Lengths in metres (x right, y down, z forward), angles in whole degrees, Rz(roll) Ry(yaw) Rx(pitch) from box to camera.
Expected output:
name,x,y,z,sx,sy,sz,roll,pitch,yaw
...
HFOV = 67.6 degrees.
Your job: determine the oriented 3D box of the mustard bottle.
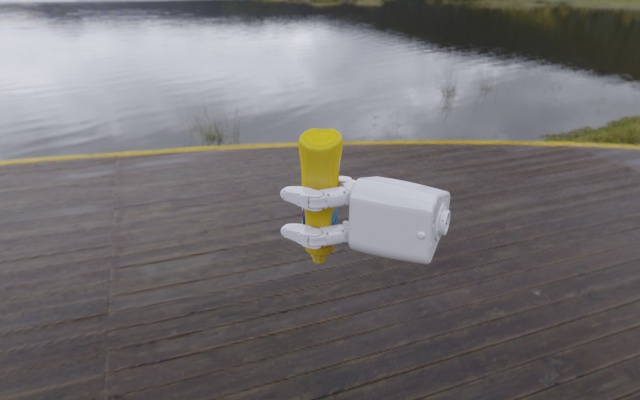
name,x,y,z,sx,sy,sz,roll,pitch,yaw
mustard bottle,0.000,0.002,0.666,0.058,0.192,0.096,1,24,2
